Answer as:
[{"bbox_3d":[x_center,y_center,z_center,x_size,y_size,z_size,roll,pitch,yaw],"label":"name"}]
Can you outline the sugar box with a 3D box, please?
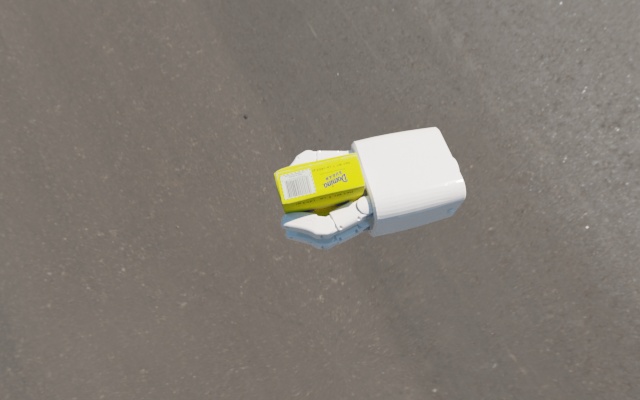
[{"bbox_3d":[0.000,0.002,0.585,0.093,0.048,0.176,-12,-19,-2],"label":"sugar box"}]
